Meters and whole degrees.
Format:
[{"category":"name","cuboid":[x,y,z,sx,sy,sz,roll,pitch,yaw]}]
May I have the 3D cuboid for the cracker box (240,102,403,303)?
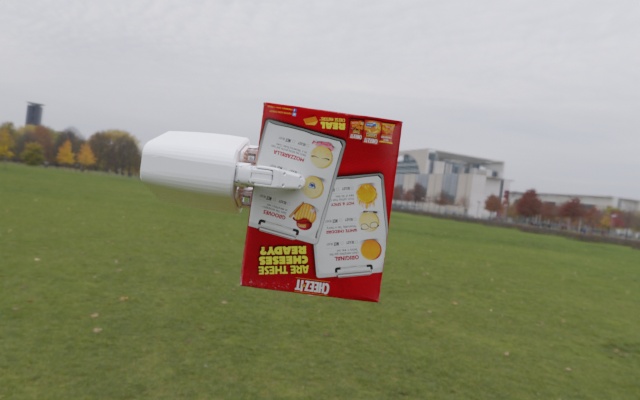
[{"category":"cracker box","cuboid":[0.000,0.002,0.576,0.164,0.213,0.072,7,1,-1]}]
